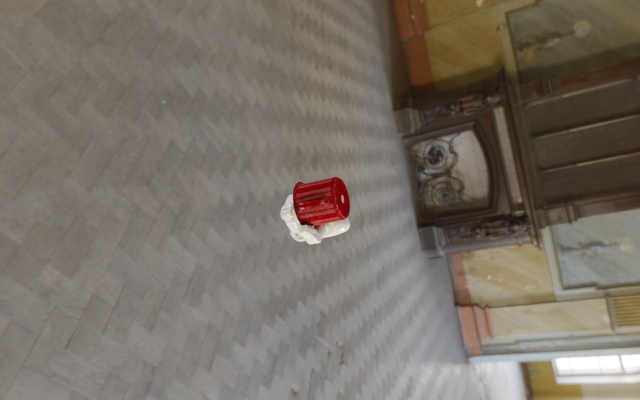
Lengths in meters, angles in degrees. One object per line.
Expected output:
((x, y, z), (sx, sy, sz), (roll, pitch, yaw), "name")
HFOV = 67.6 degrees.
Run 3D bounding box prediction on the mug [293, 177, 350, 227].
((0.000, 0.003, 0.884), (0.081, 0.093, 0.117), (-12, -2, 23), "mug")
